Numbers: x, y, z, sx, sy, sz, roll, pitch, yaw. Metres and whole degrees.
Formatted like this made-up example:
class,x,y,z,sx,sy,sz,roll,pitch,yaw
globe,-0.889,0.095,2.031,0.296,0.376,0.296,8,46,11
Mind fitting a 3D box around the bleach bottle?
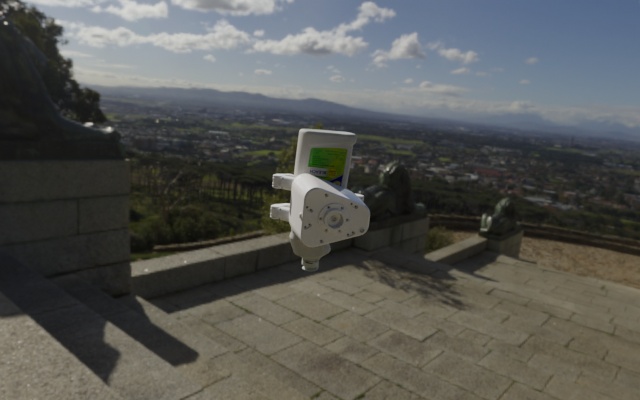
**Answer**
class,x,y,z,sx,sy,sz,roll,pitch,yaw
bleach bottle,0.000,0.003,0.848,0.102,0.251,0.068,2,12,-13
